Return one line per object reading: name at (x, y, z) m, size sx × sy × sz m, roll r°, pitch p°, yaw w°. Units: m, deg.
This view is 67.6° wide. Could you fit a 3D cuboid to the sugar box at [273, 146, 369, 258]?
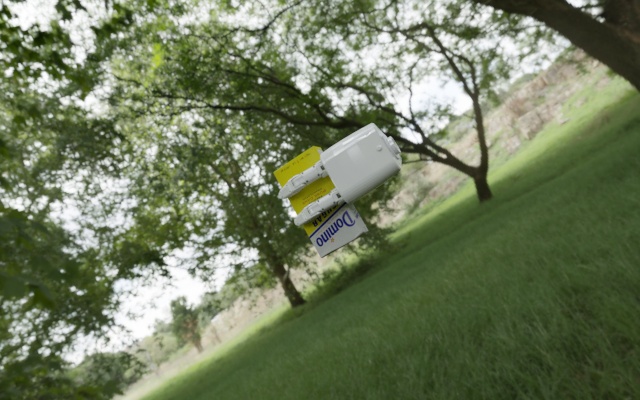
sugar box at (0.000, 0.003, 0.845) m, size 0.093 × 0.176 × 0.048 m, roll -32°, pitch -9°, yaw 17°
